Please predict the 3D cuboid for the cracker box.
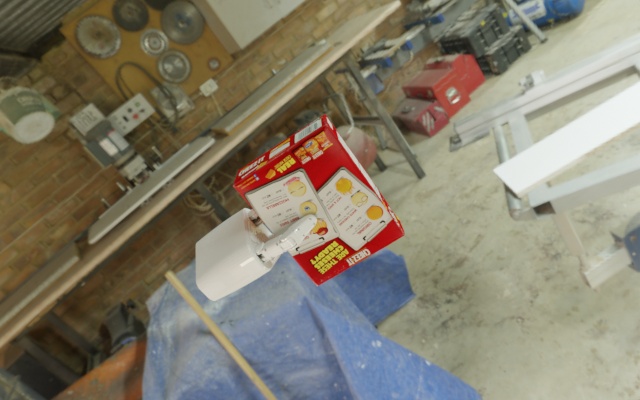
[{"bbox_3d":[0.000,0.002,0.723,0.164,0.214,0.072,-32,23,13],"label":"cracker box"}]
